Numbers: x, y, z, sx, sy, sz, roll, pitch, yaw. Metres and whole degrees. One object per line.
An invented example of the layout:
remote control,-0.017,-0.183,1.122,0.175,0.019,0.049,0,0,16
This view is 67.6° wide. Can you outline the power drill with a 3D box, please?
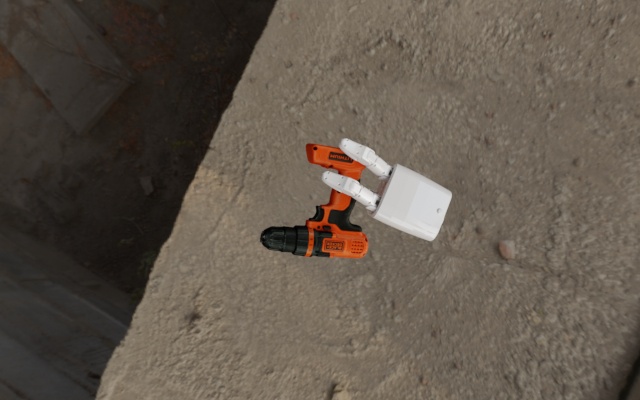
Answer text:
power drill,0.000,0.002,0.793,0.184,0.187,0.057,6,8,-19
